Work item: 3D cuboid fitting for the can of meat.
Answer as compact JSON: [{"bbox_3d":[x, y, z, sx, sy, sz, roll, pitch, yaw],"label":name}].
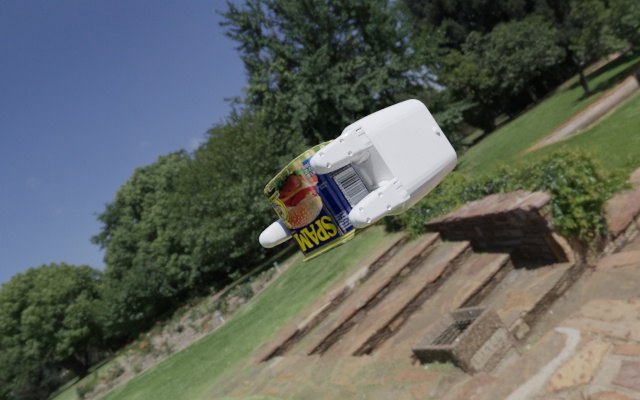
[{"bbox_3d":[0.000,0.001,0.448,0.057,0.084,0.102,-32,-2,-35],"label":"can of meat"}]
